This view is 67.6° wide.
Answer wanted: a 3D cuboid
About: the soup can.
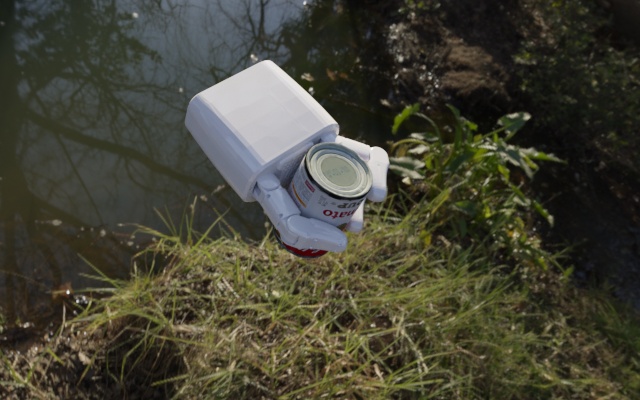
[{"bbox_3d":[0.000,0.002,0.462,0.068,0.068,0.102,0,-36,-26],"label":"soup can"}]
